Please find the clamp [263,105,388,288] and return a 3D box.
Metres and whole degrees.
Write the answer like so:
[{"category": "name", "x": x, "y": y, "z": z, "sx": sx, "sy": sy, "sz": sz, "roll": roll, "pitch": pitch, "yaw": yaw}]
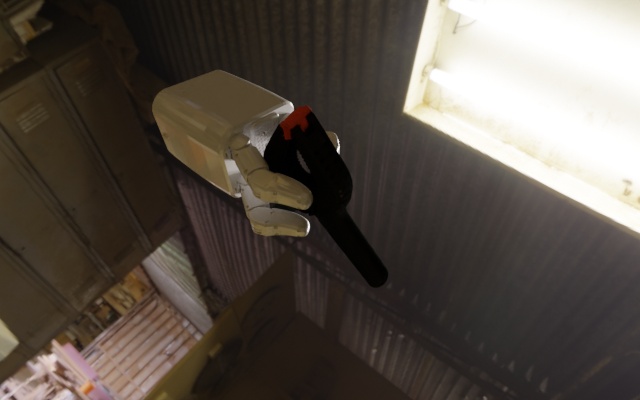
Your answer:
[{"category": "clamp", "x": 0.000, "y": 0.001, "z": 0.468, "sx": 0.164, "sy": 0.036, "sz": 0.210, "roll": 28, "pitch": -31, "yaw": 21}]
